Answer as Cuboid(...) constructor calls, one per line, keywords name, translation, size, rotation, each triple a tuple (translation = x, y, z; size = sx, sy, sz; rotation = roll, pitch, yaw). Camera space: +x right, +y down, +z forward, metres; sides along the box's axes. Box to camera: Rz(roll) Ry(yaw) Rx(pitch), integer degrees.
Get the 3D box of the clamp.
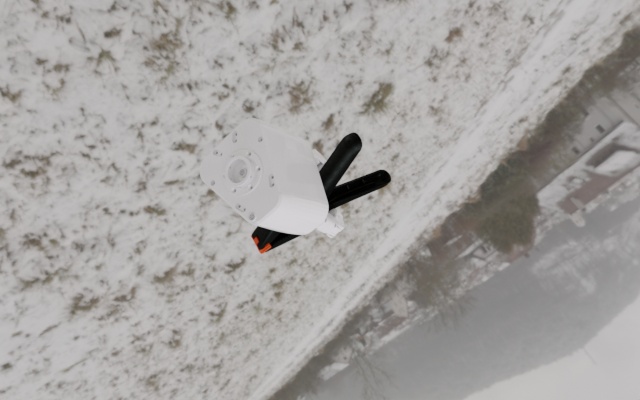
Cuboid(name="clamp", translation=(0.000, 0.003, 0.644), size=(0.210, 0.036, 0.164), rotation=(-39, -25, 16))
